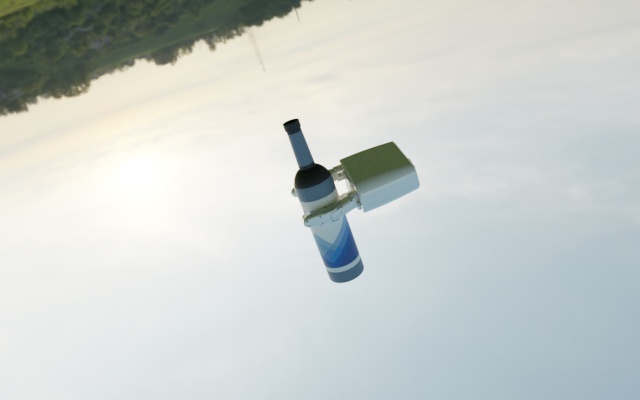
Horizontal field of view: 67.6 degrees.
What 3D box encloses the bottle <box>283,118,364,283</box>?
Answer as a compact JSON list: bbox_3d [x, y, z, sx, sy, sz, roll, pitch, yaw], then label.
[{"bbox_3d":[0.000,0.003,0.809,0.069,0.296,0.069,-17,23,8],"label":"bottle"}]
